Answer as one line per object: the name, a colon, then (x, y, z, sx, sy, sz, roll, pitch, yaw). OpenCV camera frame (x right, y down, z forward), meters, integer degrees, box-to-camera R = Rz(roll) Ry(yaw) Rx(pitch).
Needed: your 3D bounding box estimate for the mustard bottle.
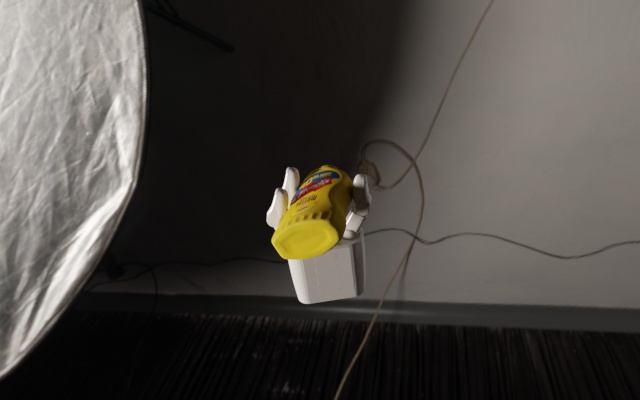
mustard bottle: (0.000, 0.002, 0.680, 0.096, 0.058, 0.191, -23, 24, 25)
